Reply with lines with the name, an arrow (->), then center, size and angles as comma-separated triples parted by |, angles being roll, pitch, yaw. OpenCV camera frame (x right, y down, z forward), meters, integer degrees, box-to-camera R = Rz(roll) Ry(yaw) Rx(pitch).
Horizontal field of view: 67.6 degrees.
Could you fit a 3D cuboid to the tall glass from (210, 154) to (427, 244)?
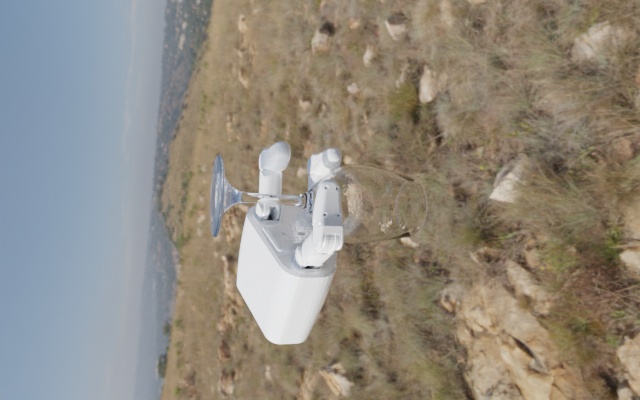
tall glass -> -0.001, 0.001, 0.458 | 0.201, 0.079, 0.079 | 3, -1, -20
